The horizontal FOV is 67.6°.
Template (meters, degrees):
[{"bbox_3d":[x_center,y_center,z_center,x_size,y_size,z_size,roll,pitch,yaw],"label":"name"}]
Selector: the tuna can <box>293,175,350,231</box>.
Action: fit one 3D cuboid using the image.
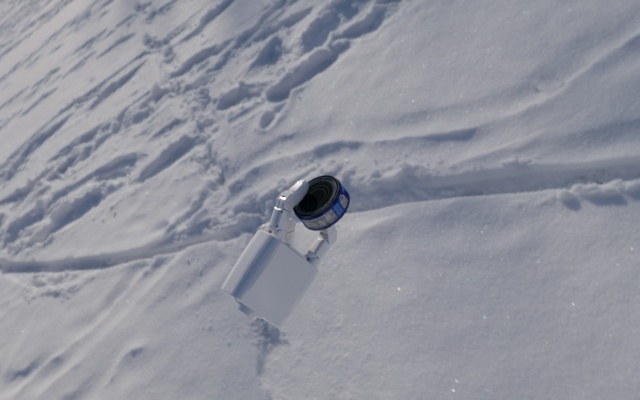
[{"bbox_3d":[0.000,0.002,0.733,0.086,0.086,0.034,0,-38,39],"label":"tuna can"}]
